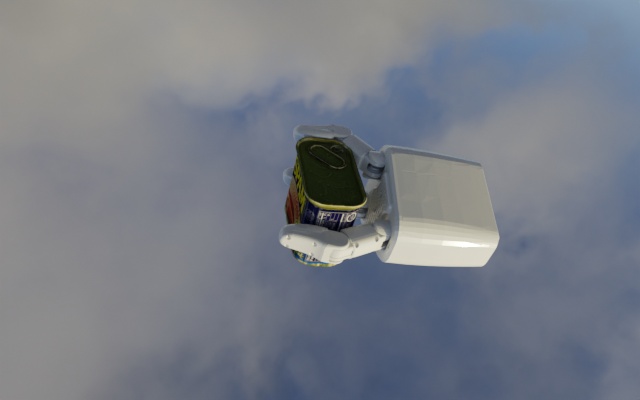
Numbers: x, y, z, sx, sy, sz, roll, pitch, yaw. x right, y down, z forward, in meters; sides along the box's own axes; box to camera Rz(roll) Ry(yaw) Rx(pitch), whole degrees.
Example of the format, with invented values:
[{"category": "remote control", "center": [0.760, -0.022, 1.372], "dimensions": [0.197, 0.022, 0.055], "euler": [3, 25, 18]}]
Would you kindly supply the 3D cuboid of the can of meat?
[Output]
[{"category": "can of meat", "center": [0.000, 0.002, 0.467], "dimensions": [0.057, 0.084, 0.102], "euler": [4, 41, -15]}]
